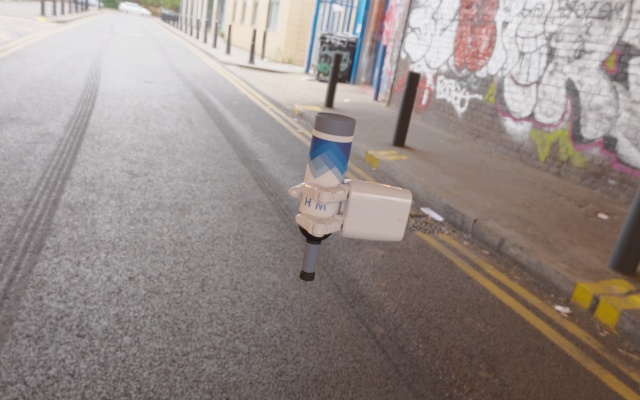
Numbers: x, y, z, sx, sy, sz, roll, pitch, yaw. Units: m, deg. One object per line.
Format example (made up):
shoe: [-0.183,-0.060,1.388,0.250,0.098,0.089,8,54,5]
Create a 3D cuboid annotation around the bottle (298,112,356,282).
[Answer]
bottle: [0.000,0.002,0.813,0.069,0.296,0.069,9,19,-3]
